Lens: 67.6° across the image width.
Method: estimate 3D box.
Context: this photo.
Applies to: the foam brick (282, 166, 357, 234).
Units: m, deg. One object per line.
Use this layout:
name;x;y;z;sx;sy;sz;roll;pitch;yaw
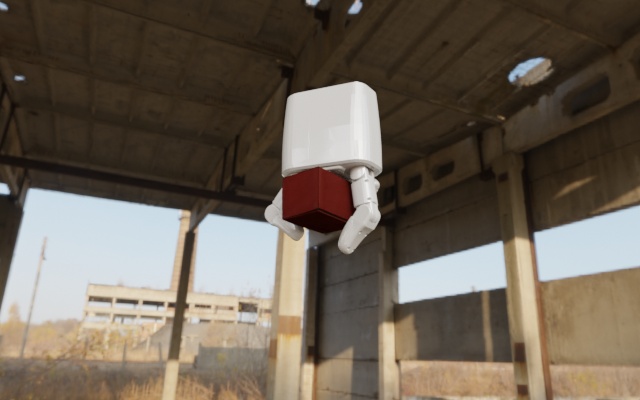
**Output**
foam brick;0.000;0.002;0.540;0.053;0.051;0.078;-14;-23;34
